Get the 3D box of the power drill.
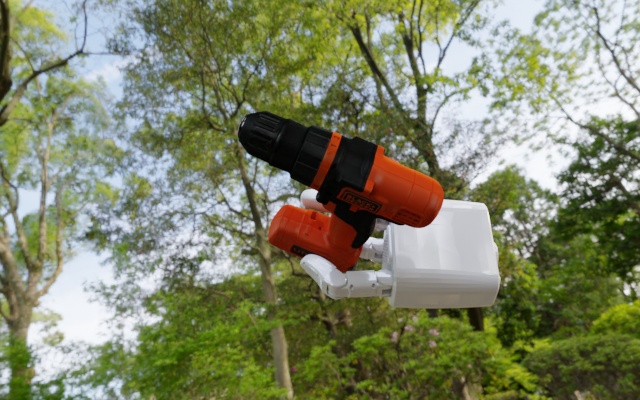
[{"bbox_3d":[0.000,0.002,0.466,0.184,0.057,0.188,24,-28,-3],"label":"power drill"}]
